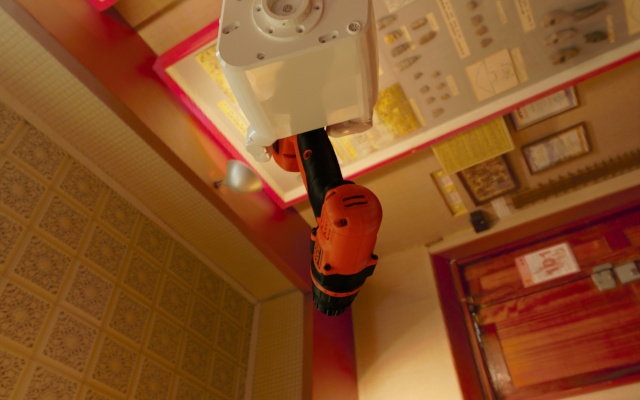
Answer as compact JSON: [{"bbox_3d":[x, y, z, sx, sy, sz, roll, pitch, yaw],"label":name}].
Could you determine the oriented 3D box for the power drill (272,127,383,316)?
[{"bbox_3d":[0.000,0.001,0.463,0.057,0.187,0.185,-11,-34,-16],"label":"power drill"}]
